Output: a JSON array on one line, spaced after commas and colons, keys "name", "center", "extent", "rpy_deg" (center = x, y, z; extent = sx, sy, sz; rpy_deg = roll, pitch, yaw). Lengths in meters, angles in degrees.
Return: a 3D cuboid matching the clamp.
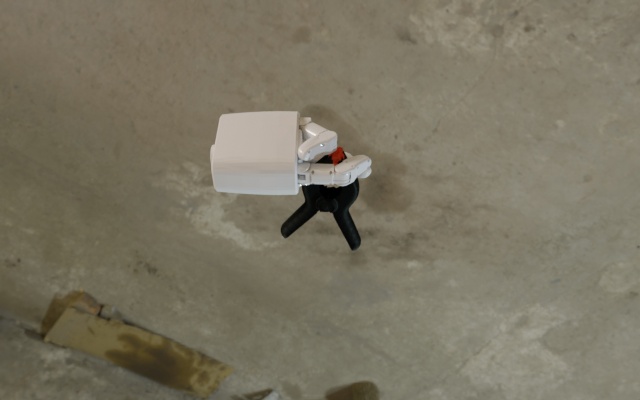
[{"name": "clamp", "center": [0.000, 0.002, 0.672], "extent": [0.120, 0.172, 0.039], "rpy_deg": [0, 36, 1]}]
